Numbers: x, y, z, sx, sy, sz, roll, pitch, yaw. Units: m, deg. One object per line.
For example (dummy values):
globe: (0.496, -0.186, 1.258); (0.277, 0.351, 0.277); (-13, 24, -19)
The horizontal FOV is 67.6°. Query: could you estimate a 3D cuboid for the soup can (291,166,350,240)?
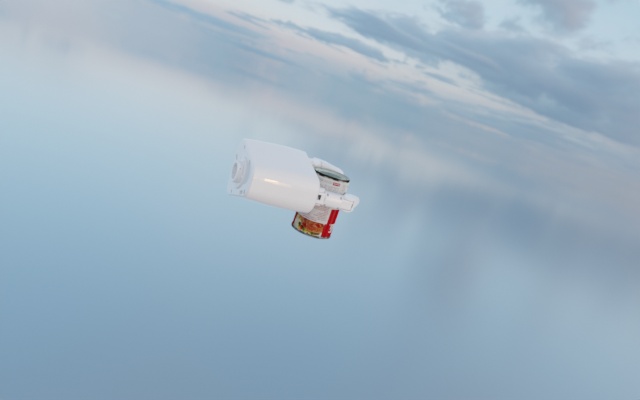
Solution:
soup can: (0.001, 0.002, 0.769); (0.068, 0.102, 0.068); (18, 13, -4)
